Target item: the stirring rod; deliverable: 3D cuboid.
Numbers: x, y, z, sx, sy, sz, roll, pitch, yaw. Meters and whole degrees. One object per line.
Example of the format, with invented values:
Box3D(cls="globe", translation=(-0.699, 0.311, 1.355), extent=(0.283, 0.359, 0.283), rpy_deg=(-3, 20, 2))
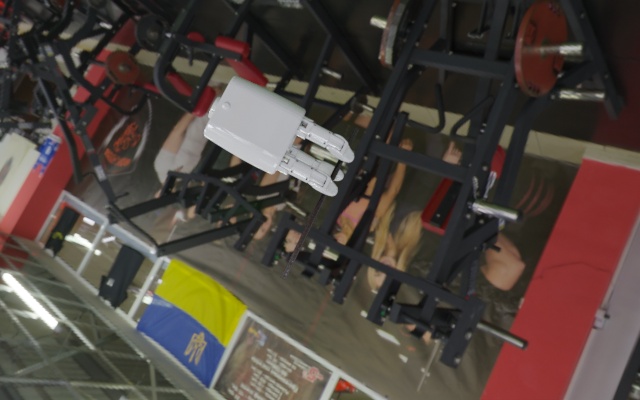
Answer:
Box3D(cls="stirring rod", translation=(0.000, 0.002, 0.682), extent=(0.011, 0.239, 0.011), rpy_deg=(26, -7, 3))
